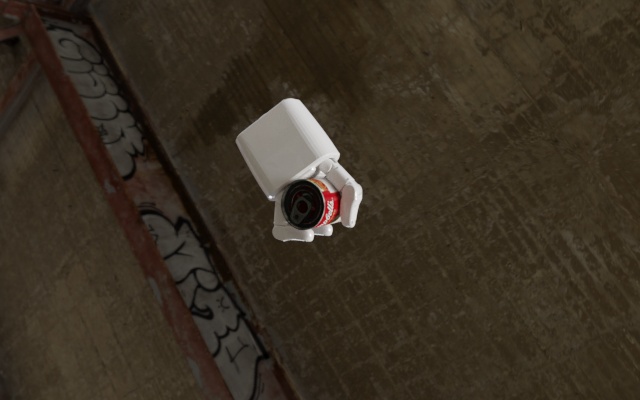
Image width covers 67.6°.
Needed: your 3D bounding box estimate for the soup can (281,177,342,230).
[{"bbox_3d":[0.001,0.003,0.671,0.068,0.068,0.102,0,4,29],"label":"soup can"}]
